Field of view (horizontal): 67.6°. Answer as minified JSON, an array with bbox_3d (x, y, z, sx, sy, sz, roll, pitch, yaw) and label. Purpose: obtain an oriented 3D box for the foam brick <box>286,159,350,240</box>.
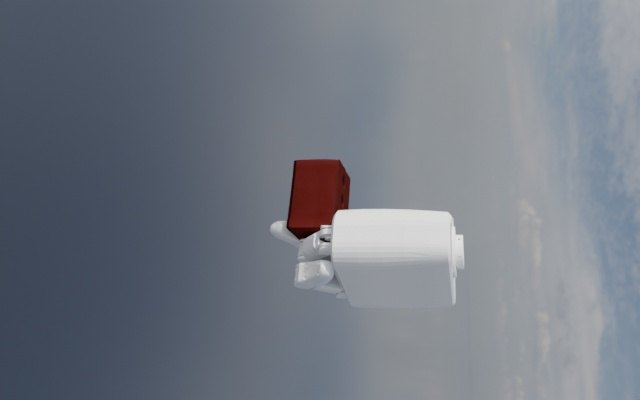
[{"bbox_3d":[0.000,0.001,0.505,0.051,0.078,0.053,-2,-22,18],"label":"foam brick"}]
